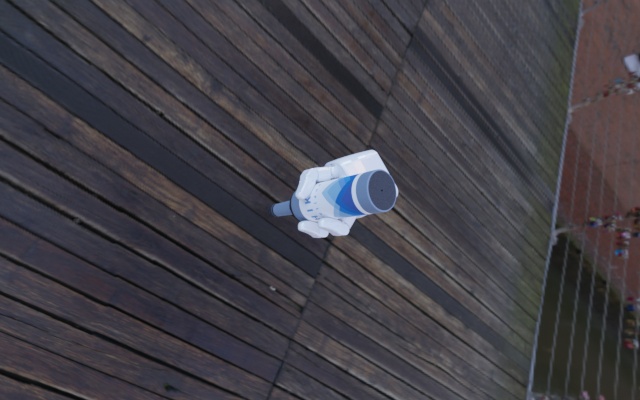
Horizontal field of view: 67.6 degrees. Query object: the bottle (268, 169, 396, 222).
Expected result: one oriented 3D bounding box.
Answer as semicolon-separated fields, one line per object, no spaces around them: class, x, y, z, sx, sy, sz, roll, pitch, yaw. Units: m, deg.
bottle;0.000;0.003;0.840;0.069;0.069;0.296;0;-7;-40
